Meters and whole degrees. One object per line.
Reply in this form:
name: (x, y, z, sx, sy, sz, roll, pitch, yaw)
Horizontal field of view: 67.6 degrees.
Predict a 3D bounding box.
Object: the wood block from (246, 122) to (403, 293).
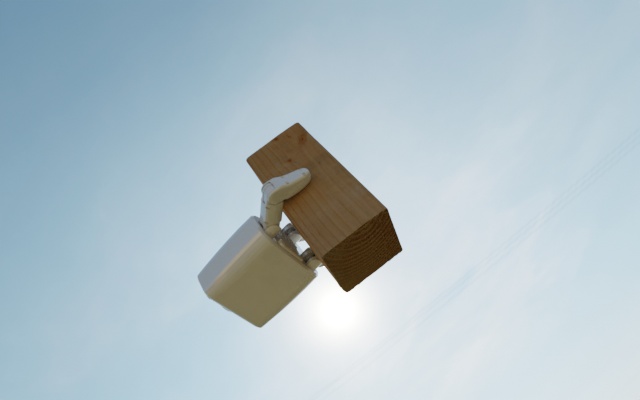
wood block: (0.000, 0.002, 0.603, 0.206, 0.090, 0.091, 48, -8, 41)
